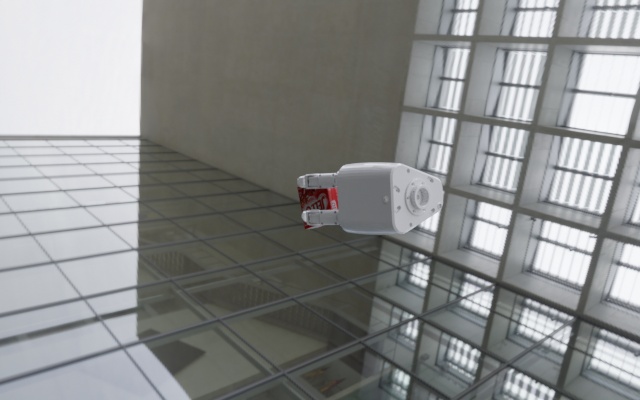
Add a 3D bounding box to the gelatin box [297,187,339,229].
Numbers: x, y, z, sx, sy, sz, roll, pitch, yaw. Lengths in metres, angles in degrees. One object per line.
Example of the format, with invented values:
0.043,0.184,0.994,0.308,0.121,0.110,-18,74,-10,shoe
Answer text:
0.000,0.003,0.767,0.030,0.073,0.089,-6,-9,-33,gelatin box
